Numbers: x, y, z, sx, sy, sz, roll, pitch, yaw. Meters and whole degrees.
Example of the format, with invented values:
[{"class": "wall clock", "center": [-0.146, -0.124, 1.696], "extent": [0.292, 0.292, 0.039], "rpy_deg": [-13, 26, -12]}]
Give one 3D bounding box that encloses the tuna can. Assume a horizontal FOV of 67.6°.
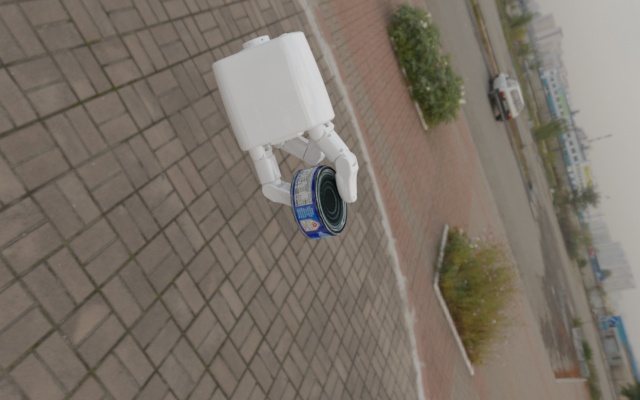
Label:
[{"class": "tuna can", "center": [0.001, 0.002, 0.565], "extent": [0.034, 0.086, 0.086], "rpy_deg": [-10, -5, 26]}]
